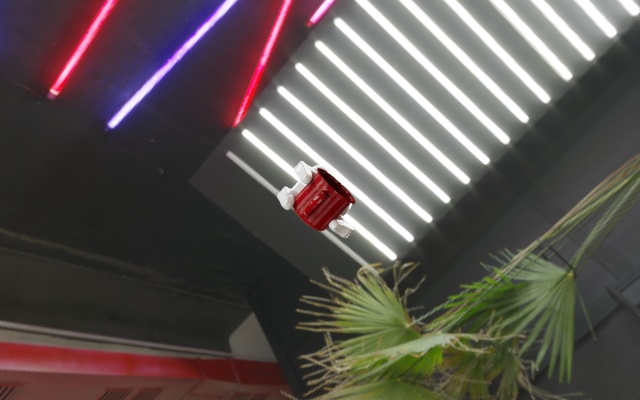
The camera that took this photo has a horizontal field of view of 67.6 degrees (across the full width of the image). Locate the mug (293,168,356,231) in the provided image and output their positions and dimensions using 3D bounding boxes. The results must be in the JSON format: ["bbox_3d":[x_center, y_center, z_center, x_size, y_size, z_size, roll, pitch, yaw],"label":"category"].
[{"bbox_3d":[0.000,0.003,0.853,0.093,0.081,0.117,44,14,3],"label":"mug"}]
